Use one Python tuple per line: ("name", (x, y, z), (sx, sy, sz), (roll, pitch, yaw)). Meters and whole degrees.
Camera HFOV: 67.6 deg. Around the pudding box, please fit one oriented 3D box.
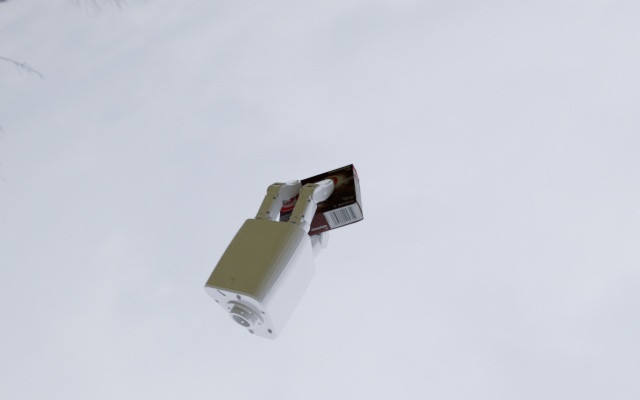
("pudding box", (0.000, 0.002, 0.661), (0.113, 0.039, 0.090), (-15, 38, 11))
